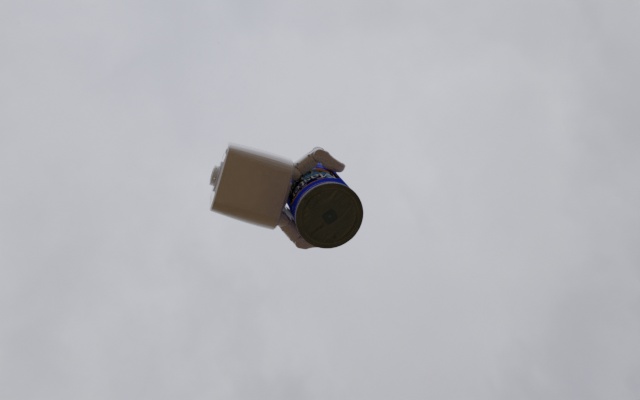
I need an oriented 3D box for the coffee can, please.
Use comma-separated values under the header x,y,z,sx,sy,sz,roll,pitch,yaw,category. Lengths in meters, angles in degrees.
x,y,z,sx,sy,sz,roll,pitch,yaw,category
0.000,0.003,0.763,0.103,0.103,0.140,0,18,-12,coffee can
